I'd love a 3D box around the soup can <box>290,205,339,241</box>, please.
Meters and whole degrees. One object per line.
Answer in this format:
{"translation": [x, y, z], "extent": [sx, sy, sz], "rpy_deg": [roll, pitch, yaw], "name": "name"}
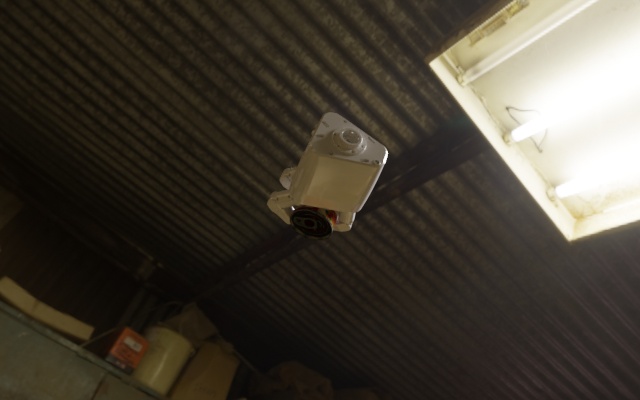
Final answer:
{"translation": [0.000, 0.003, 0.750], "extent": [0.068, 0.102, 0.069], "rpy_deg": [13, -41, 11], "name": "soup can"}
